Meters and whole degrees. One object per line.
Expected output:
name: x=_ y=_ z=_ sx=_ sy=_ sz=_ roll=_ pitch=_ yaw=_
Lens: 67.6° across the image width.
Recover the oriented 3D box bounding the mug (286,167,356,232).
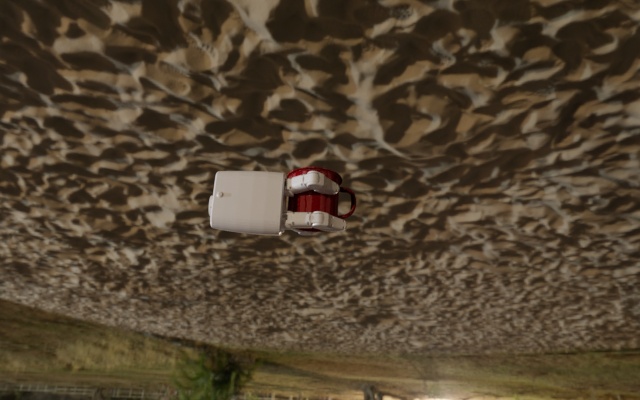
mug: x=0.002 y=0.003 z=0.780 sx=0.117 sy=0.081 sz=0.093 roll=5 pitch=-23 yaw=-5
